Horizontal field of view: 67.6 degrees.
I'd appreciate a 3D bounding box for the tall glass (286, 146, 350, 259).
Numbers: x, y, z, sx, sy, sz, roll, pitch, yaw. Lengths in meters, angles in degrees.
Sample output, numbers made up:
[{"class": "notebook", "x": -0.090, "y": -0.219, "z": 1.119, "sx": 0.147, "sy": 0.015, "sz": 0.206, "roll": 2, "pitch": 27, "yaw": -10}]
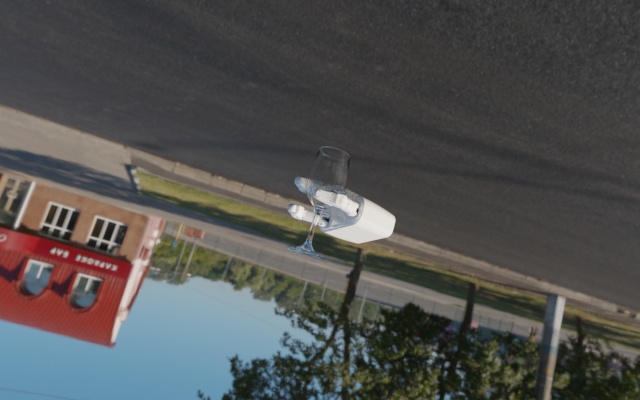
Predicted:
[{"class": "tall glass", "x": 0.000, "y": 0.004, "z": 0.893, "sx": 0.079, "sy": 0.201, "sz": 0.079, "roll": 16, "pitch": -10, "yaw": 3}]
